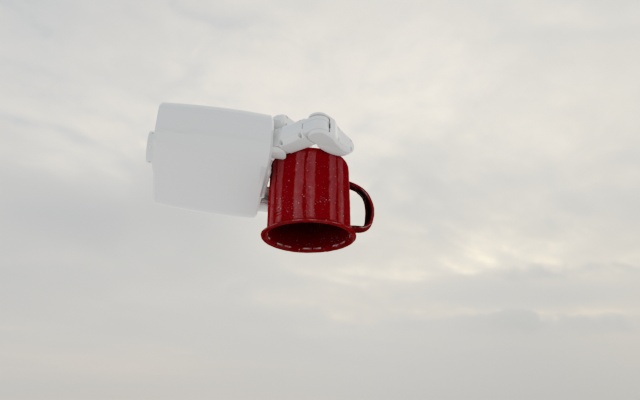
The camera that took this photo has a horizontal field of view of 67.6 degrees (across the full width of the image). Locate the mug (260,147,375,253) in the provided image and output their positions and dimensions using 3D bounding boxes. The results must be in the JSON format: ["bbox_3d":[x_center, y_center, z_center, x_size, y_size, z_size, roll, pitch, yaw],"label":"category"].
[{"bbox_3d":[0.001,0.002,0.482,0.117,0.081,0.093,7,-25,-15],"label":"mug"}]
